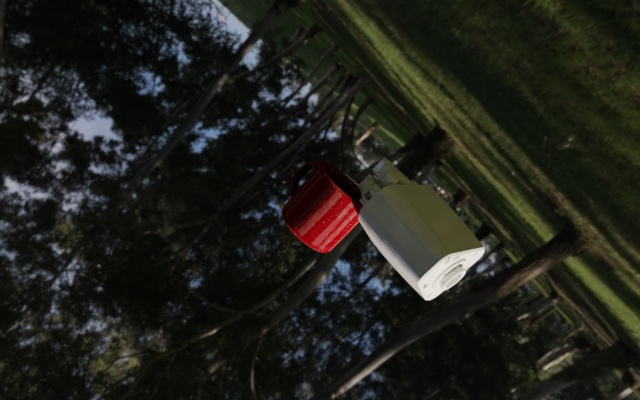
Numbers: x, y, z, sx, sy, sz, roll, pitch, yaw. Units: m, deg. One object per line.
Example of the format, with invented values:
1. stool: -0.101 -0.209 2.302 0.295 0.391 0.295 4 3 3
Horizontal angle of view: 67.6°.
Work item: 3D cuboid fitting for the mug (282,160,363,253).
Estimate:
1. mug: -0.001 0.001 0.598 0.117 0.081 0.093 51 16 31
